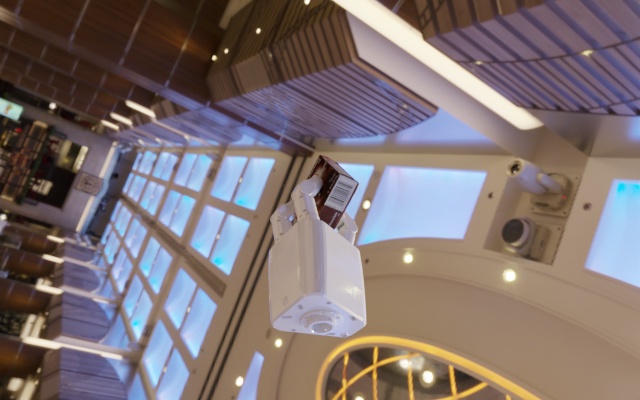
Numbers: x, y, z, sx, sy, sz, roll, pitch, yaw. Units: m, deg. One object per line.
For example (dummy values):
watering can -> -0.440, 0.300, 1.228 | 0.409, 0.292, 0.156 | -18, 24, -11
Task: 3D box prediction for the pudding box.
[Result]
pudding box -> 0.000, 0.002, 0.676 | 0.039, 0.113, 0.090 | 24, 12, -27
